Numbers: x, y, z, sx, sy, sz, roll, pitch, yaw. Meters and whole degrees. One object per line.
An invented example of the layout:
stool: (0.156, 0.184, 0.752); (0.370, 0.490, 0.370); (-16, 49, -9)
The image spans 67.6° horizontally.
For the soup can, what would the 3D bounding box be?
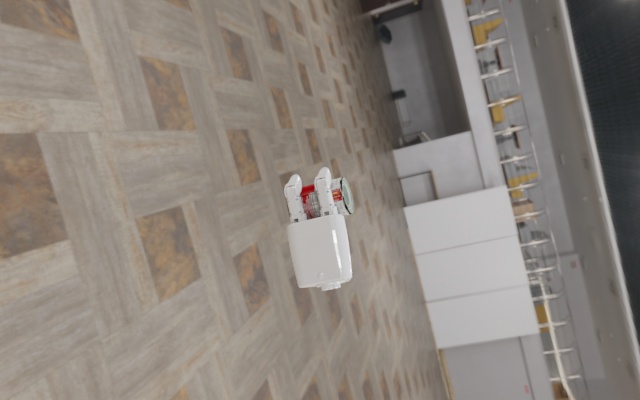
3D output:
soup can: (0.000, 0.002, 0.839); (0.102, 0.068, 0.068); (-13, -4, 15)
